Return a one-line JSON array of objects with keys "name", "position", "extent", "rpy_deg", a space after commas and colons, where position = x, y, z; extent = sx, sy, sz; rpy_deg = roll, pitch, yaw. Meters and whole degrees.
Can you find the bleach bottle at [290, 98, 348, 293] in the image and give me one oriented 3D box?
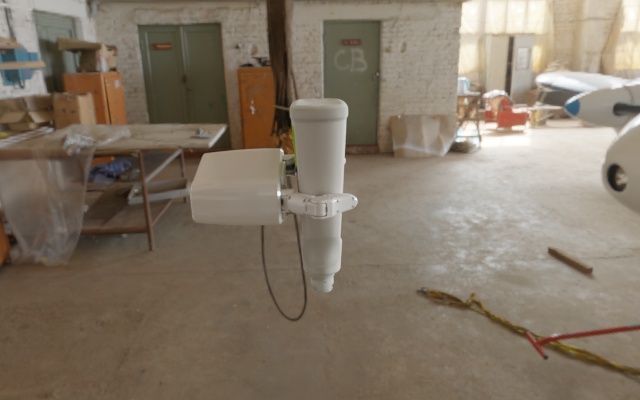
[{"name": "bleach bottle", "position": [0.000, 0.002, 0.605], "extent": [0.068, 0.251, 0.102], "rpy_deg": [-1, 17, -1]}]
